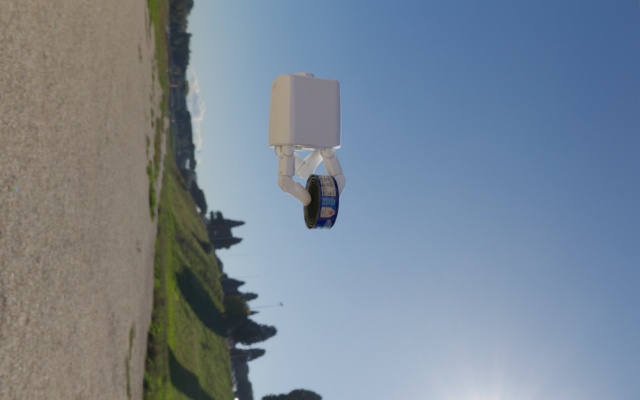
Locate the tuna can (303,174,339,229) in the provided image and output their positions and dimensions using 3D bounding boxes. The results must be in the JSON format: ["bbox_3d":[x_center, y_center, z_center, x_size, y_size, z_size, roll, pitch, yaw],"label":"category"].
[{"bbox_3d":[0.001,0.003,0.743,0.034,0.086,0.086,3,-1,-17],"label":"tuna can"}]
